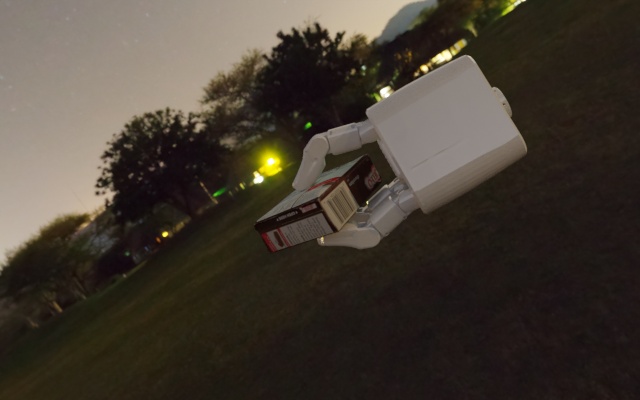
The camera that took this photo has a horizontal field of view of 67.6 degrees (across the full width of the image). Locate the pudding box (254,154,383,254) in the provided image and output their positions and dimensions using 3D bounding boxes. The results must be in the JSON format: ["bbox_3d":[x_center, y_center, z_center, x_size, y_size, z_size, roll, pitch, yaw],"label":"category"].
[{"bbox_3d":[0.000,0.001,0.480,0.090,0.039,0.113,-22,12,37],"label":"pudding box"}]
